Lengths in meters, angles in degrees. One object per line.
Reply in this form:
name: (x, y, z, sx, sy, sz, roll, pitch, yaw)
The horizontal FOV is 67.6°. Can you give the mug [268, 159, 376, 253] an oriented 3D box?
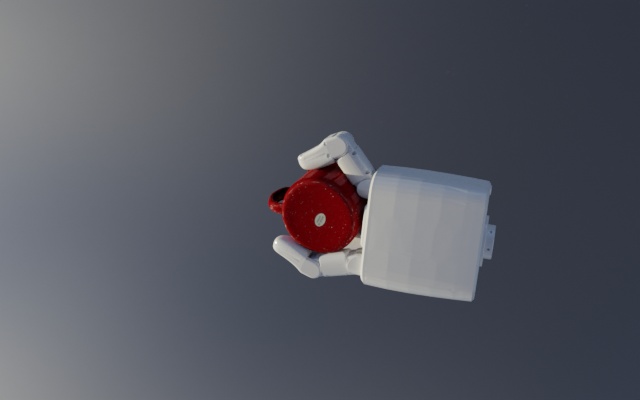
mug: (-0.001, 0.001, 0.504, 0.117, 0.093, 0.081, 7, 23, 20)
